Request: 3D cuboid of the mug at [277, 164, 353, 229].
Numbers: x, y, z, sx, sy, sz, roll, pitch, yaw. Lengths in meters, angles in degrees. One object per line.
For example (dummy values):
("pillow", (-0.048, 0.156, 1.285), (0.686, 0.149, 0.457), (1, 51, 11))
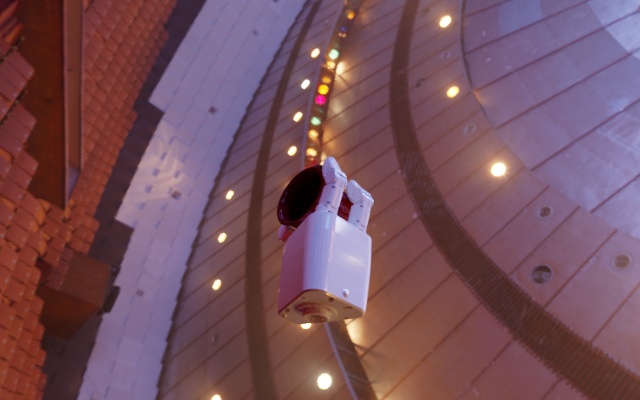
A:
("mug", (0.000, 0.001, 0.686), (0.093, 0.117, 0.081), (-25, -47, 39))
